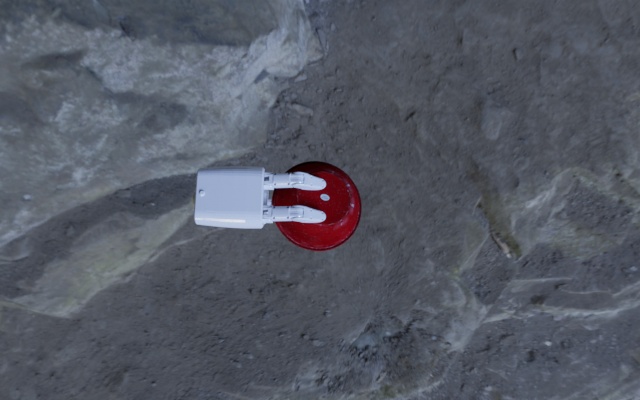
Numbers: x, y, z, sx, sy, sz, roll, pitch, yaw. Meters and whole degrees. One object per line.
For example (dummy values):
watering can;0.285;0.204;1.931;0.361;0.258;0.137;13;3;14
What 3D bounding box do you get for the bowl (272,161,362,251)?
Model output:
bowl;0.001;0.002;0.810;0.162;0.162;0.055;0;-13;-13
